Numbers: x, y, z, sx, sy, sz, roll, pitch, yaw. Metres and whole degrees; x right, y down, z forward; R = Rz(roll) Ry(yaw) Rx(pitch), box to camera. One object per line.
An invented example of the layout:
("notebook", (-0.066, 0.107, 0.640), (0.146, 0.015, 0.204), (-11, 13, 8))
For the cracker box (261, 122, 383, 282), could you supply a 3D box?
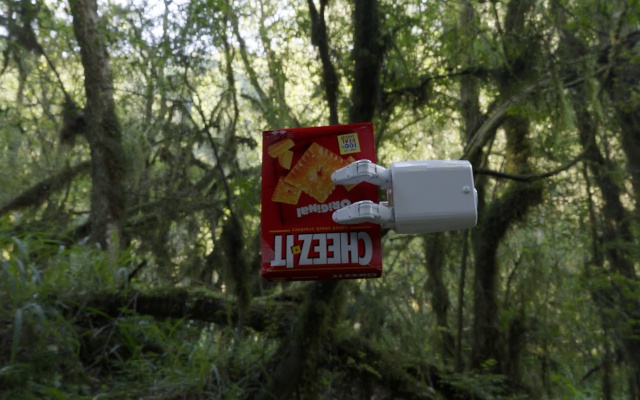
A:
("cracker box", (0.000, 0.002, 0.676), (0.164, 0.213, 0.072), (-3, -17, 4))
